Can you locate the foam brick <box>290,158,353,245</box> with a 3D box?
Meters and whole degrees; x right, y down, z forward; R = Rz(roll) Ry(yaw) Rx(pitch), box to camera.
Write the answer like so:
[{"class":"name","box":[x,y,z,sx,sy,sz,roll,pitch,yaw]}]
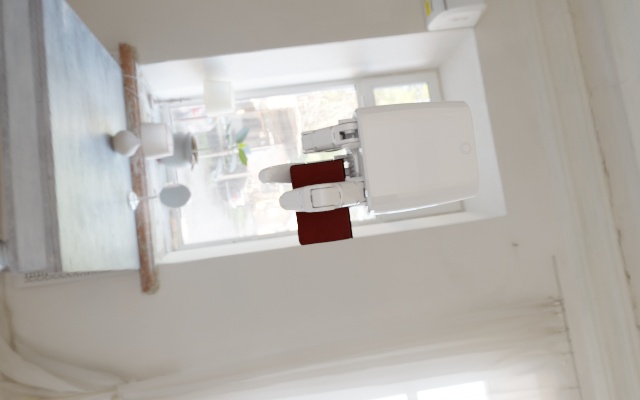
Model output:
[{"class":"foam brick","box":[0.000,0.002,0.466,0.051,0.078,0.053,-7,2,-4]}]
